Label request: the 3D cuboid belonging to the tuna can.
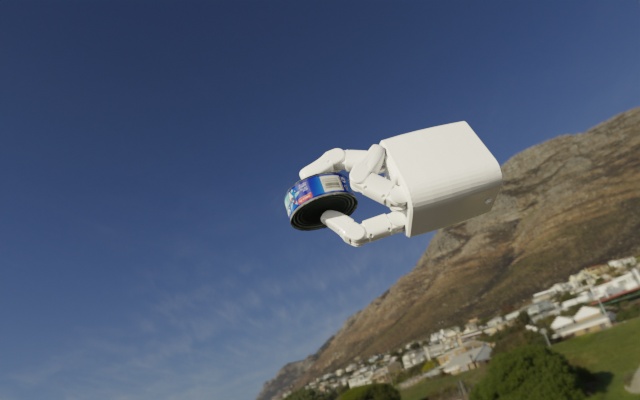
[{"bbox_3d":[0.000,0.001,0.584,0.086,0.033,0.086,-15,-27,-8],"label":"tuna can"}]
